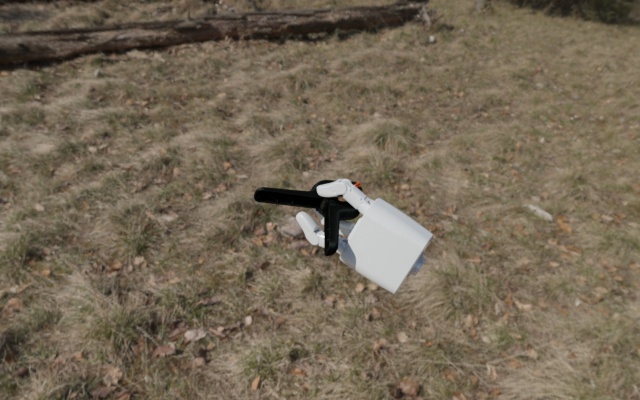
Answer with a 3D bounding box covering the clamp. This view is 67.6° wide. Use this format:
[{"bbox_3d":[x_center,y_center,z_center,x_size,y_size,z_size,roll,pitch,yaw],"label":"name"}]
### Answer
[{"bbox_3d":[0.001,0.002,0.803,0.164,0.036,0.210,33,33,15],"label":"clamp"}]
